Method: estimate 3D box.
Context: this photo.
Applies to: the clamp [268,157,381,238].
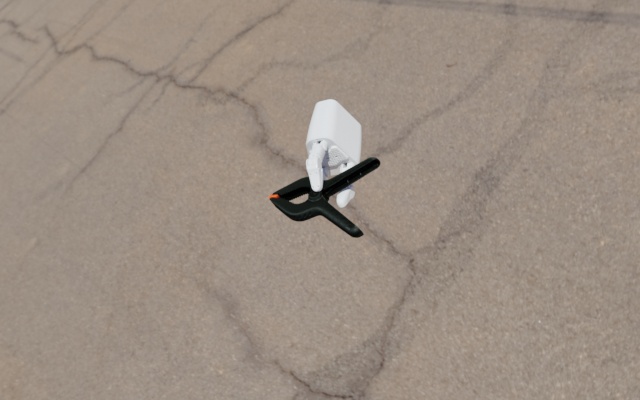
[{"bbox_3d":[-0.001,0.002,0.848,0.210,0.164,0.036,-8,-41,23],"label":"clamp"}]
